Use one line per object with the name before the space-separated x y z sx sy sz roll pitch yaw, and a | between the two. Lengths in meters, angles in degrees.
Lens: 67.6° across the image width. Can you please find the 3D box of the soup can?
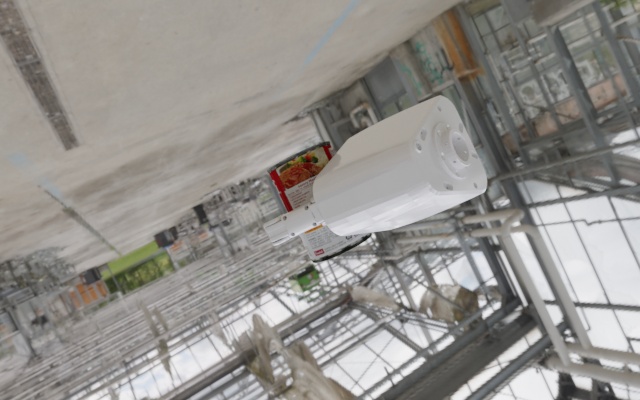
soup can | 0.000 0.002 0.470 0.068 0.102 0.068 -26 2 1
